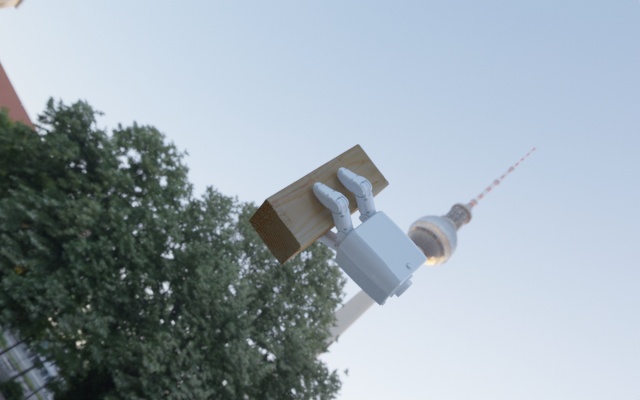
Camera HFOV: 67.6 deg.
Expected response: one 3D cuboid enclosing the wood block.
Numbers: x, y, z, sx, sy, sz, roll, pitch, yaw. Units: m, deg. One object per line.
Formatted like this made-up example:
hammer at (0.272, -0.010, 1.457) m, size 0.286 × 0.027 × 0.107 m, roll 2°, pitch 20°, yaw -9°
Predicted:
wood block at (0.000, 0.003, 0.772) m, size 0.206 × 0.090 × 0.091 m, roll -33°, pitch -7°, yaw -35°
